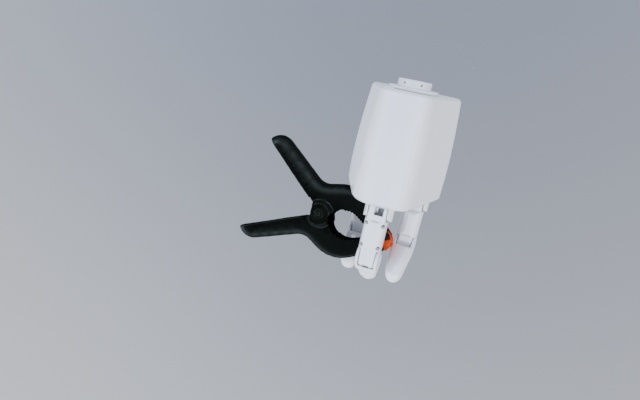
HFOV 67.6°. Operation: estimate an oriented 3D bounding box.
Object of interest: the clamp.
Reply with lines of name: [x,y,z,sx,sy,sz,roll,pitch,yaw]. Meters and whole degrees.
clamp: [0.000,0.002,0.515,0.171,0.120,0.039,15,15,13]
